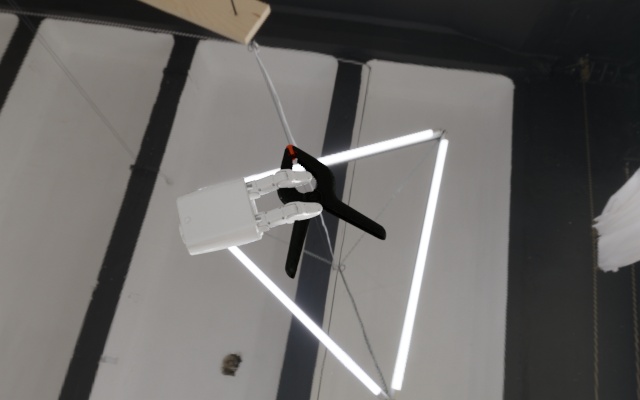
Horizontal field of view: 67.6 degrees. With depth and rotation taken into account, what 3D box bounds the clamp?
[{"bbox_3d":[0.000,0.002,0.753,0.164,0.210,0.036,-15,-19,-8],"label":"clamp"}]
